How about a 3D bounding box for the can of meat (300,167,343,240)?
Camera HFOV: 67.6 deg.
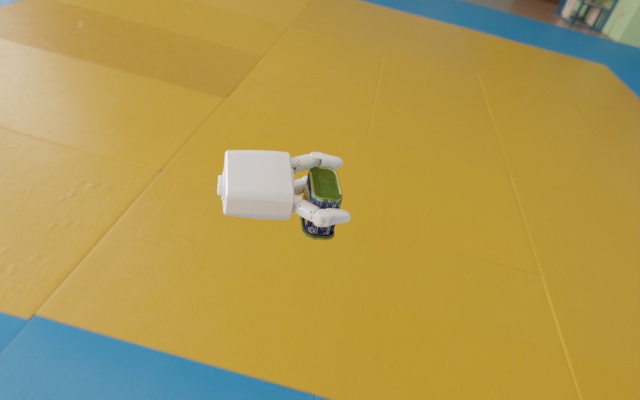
[{"bbox_3d":[0.000,0.002,0.812,0.057,0.084,0.102,5,36,-12],"label":"can of meat"}]
